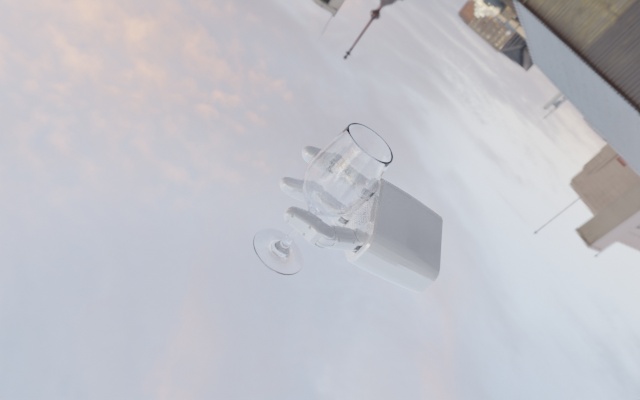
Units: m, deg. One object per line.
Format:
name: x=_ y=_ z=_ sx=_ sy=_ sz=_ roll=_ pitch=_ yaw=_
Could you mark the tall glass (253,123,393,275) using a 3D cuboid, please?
tall glass: x=0.000 y=0.002 z=0.567 sx=0.079 sy=0.079 sz=0.201 roll=0 pitch=-41 yaw=-45
